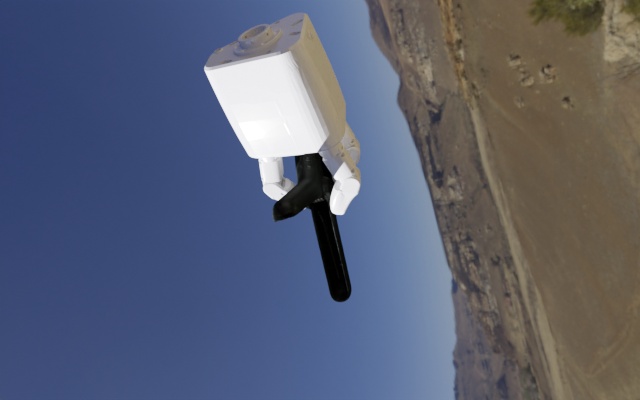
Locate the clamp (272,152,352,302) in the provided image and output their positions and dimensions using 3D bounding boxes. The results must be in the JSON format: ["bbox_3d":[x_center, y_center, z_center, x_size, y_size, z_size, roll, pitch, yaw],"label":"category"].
[{"bbox_3d":[-0.001,0.001,0.555,0.036,0.165,0.209,-14,38,16],"label":"clamp"}]
